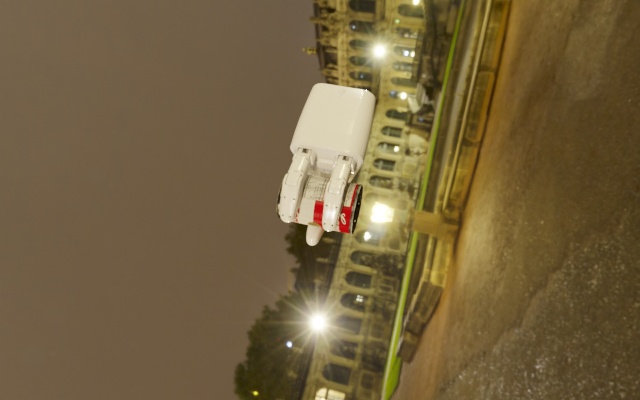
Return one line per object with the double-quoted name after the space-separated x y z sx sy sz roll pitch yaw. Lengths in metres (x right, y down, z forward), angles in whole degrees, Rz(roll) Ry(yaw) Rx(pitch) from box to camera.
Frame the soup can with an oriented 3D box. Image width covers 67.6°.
0.000 0.003 0.638 0.102 0.068 0.068 11 2 10 "soup can"
